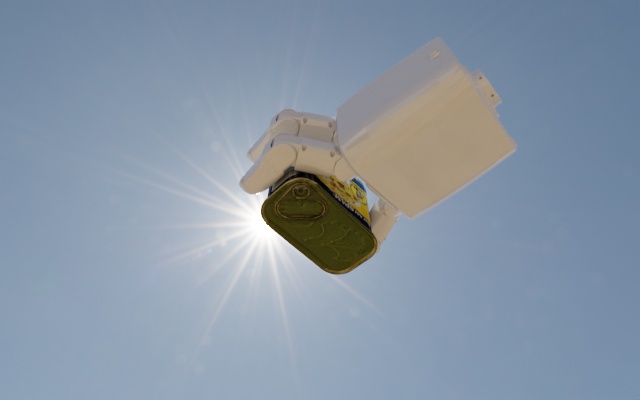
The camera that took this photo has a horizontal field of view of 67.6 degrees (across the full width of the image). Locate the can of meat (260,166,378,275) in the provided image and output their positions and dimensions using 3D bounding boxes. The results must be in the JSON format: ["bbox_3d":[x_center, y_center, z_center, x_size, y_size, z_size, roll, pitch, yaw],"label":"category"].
[{"bbox_3d":[0.000,0.001,0.423,0.057,0.102,0.084,-38,26,23],"label":"can of meat"}]
